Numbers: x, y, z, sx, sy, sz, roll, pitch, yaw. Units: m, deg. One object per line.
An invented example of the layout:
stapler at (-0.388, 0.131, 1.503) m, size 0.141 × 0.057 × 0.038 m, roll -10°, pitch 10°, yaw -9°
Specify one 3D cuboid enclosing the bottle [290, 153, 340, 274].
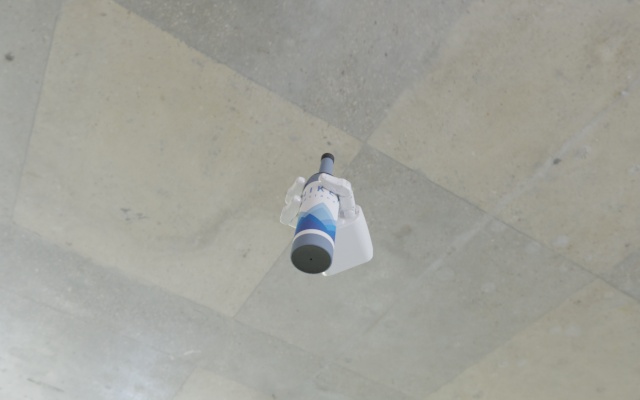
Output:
bottle at (0.000, 0.003, 0.853) m, size 0.069 × 0.069 × 0.295 m, roll 0°, pitch 37°, yaw 7°
